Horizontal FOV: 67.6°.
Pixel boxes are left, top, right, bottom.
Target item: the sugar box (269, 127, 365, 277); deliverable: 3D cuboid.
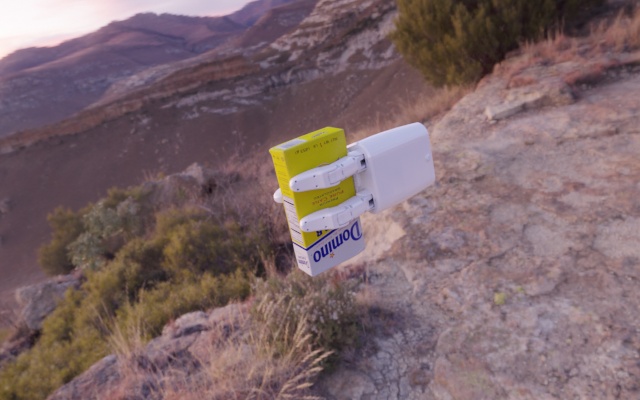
[{"bbox_3d":[0.000,0.002,0.626,0.093,0.176,0.048,-24,22,-26],"label":"sugar box"}]
